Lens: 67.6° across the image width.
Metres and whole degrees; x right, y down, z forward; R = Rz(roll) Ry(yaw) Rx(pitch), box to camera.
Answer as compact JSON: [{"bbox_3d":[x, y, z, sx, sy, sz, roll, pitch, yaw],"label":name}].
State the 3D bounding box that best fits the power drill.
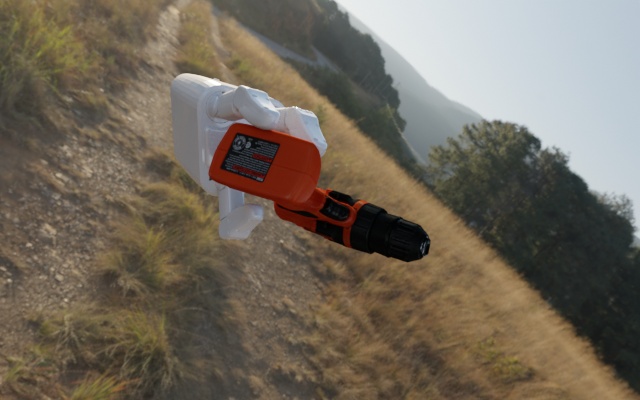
[{"bbox_3d":[0.000,0.001,0.453,0.184,0.057,0.188,16,-13,31],"label":"power drill"}]
